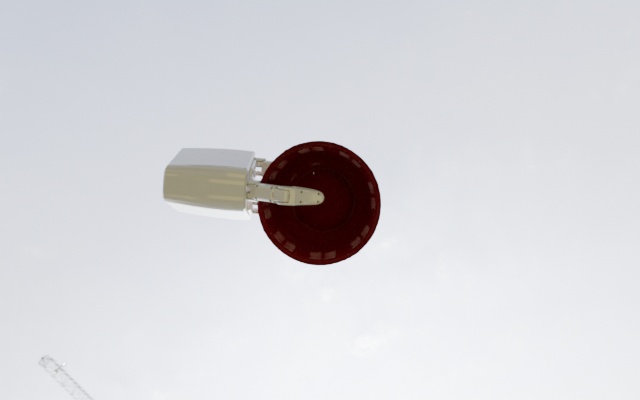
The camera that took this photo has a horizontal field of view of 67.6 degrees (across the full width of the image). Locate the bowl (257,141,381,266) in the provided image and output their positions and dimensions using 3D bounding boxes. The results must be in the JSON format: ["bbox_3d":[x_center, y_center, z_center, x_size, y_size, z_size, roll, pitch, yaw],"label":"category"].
[{"bbox_3d":[0.001,0.003,0.639,0.162,0.162,0.055,0,6,7],"label":"bowl"}]
